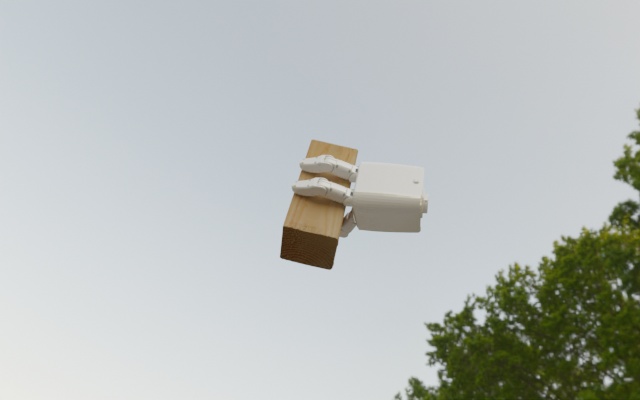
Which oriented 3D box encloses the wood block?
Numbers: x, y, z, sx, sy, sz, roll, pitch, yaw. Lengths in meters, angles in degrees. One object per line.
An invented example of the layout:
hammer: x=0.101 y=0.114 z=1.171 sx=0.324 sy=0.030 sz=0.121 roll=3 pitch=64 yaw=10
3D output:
wood block: x=0.001 y=0.003 z=0.819 sx=0.090 sy=0.206 sz=0.091 roll=13 pitch=-42 yaw=3
